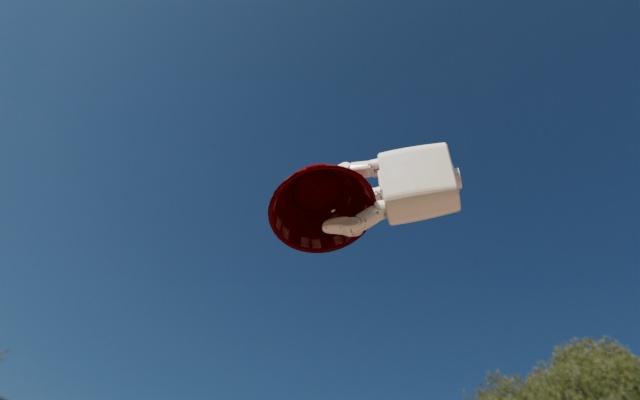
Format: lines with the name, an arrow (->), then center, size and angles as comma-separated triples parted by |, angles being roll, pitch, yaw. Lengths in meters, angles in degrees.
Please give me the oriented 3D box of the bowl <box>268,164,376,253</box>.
bowl -> -0.001, 0.002, 0.723 | 0.162, 0.162, 0.055 | 0, 35, -10
